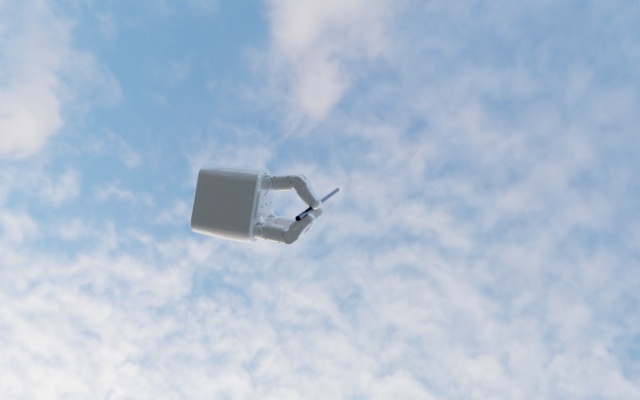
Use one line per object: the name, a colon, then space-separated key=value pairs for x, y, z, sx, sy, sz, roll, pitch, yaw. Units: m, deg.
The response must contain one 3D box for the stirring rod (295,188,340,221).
stirring rod: x=0.000 y=0.003 z=0.779 sx=0.011 sy=0.011 sz=0.239 roll=0 pitch=11 yaw=16
